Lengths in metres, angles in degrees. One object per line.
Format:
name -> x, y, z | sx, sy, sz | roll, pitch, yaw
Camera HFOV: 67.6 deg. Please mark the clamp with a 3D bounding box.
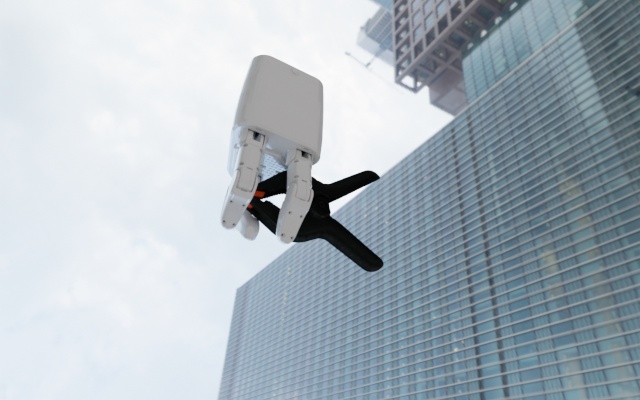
clamp -> 0.000, 0.002, 0.524 | 0.171, 0.120, 0.039 | 21, -33, -23
